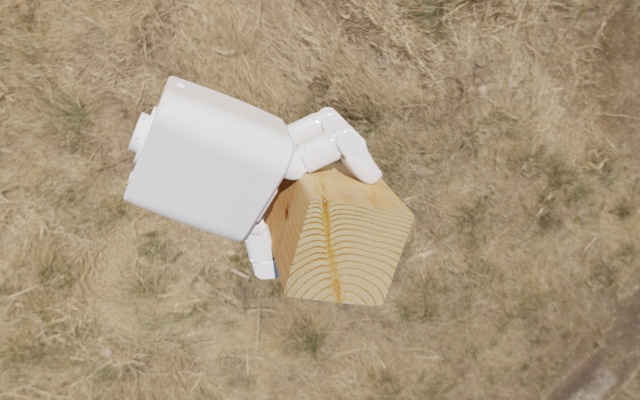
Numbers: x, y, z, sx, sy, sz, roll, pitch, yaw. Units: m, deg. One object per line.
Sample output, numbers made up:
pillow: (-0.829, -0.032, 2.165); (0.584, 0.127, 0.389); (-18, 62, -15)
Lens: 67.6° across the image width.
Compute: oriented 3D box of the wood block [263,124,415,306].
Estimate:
wood block: (0.000, 0.002, 0.465); (0.090, 0.091, 0.206); (9, 22, -18)
